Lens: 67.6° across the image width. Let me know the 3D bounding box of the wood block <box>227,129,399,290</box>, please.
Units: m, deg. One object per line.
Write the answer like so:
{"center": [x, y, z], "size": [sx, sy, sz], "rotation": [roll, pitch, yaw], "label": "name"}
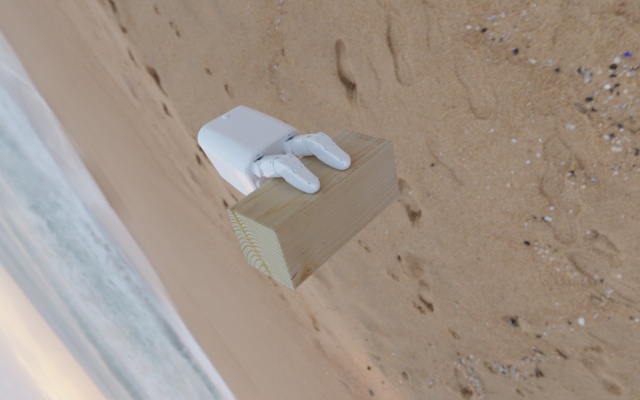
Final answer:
{"center": [0.000, 0.002, 0.600], "size": [0.090, 0.091, 0.206], "rotation": [21, 47, 40], "label": "wood block"}
